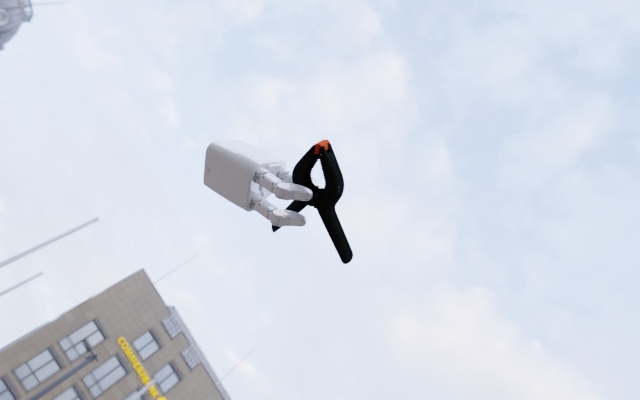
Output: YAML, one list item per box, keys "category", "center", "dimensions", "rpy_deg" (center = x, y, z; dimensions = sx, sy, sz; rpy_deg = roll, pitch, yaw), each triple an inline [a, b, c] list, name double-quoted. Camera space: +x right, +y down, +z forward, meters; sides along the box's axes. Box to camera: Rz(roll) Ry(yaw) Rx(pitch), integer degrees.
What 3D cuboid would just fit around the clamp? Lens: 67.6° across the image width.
- category: "clamp"
  center: [0.000, 0.002, 0.800]
  dimensions: [0.164, 0.210, 0.036]
  rpy_deg: [27, 35, 19]
